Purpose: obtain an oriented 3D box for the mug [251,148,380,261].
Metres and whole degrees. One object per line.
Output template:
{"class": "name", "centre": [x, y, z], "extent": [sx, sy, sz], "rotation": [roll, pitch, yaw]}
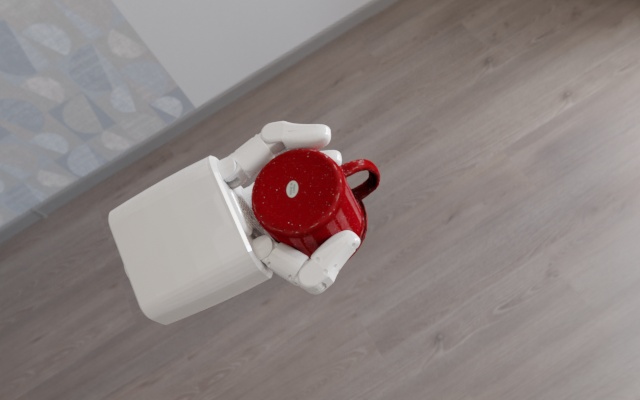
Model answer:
{"class": "mug", "centre": [0.001, 0.001, 0.423], "extent": [0.117, 0.093, 0.081], "rotation": [-28, -28, 2]}
